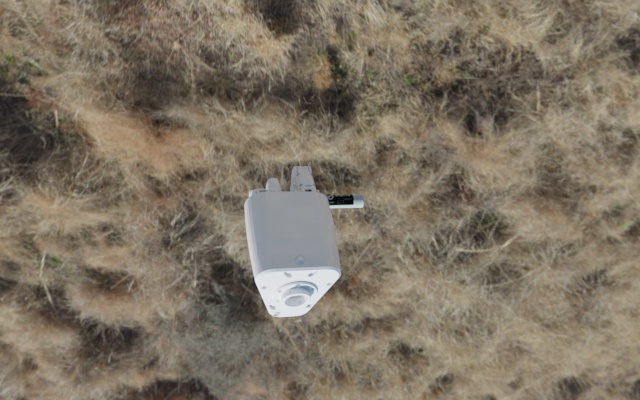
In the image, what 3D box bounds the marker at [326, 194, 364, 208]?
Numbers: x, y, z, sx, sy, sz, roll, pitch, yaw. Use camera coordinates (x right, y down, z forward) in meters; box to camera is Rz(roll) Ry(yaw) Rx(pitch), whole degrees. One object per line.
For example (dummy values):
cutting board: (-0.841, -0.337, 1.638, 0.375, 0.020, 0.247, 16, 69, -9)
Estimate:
marker: (0.000, 0.002, 0.657, 0.121, 0.020, 0.020, -1, 0, -14)
